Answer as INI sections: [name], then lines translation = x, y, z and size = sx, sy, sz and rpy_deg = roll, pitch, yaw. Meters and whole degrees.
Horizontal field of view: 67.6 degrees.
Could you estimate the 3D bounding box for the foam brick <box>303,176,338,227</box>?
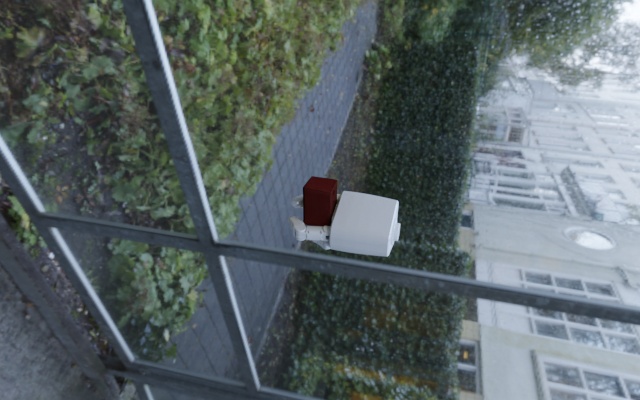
[foam brick]
translation = 0.000, 0.003, 0.865
size = 0.051, 0.078, 0.053
rpy_deg = 9, 32, 15
